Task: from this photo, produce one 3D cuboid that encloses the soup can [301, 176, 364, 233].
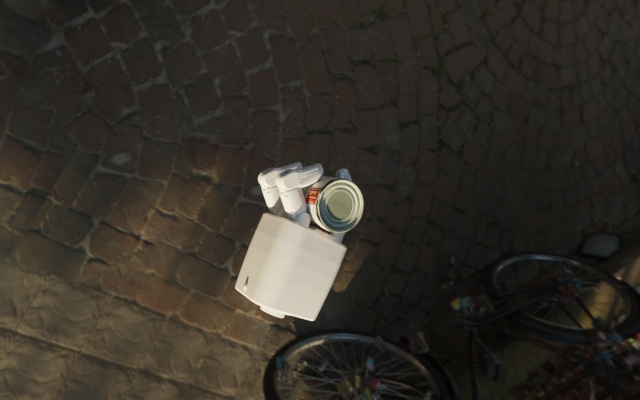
[{"bbox_3d":[0.001,0.002,0.611,0.068,0.068,0.102,0,5,-29],"label":"soup can"}]
